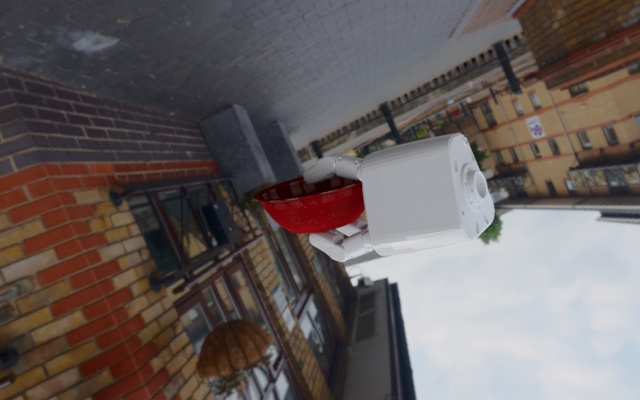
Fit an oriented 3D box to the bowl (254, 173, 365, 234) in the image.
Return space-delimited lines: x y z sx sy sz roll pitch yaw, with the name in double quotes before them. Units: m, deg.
"bowl" -0.001 0.002 0.606 0.162 0.055 0.162 -12 12 2
